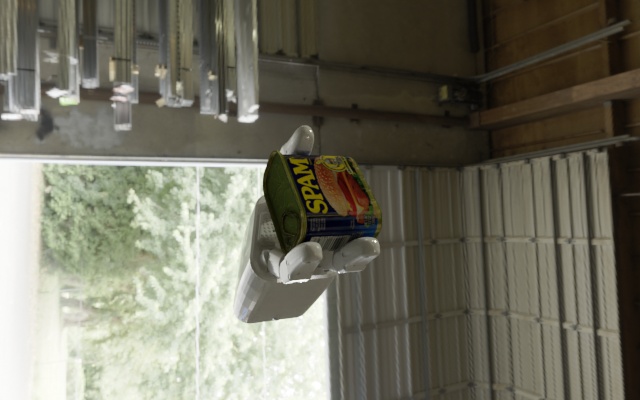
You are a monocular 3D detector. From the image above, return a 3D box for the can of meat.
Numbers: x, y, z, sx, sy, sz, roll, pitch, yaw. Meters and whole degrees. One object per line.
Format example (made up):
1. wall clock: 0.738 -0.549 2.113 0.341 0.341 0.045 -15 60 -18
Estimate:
1. can of meat: 0.000 0.001 0.455 0.084 0.102 0.057 -1 -42 -26
